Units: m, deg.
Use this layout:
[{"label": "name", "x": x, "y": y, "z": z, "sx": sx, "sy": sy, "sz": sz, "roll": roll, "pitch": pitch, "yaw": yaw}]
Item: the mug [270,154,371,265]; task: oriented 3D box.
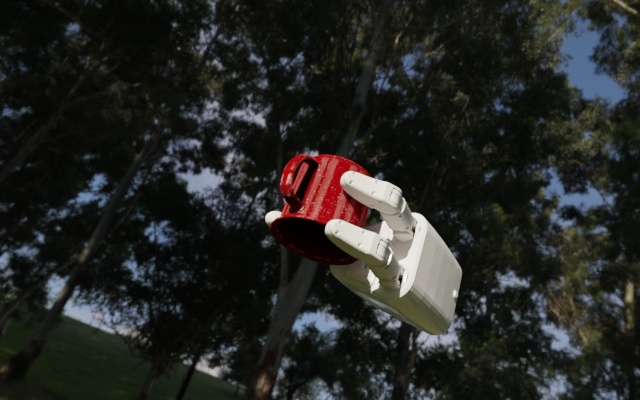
[{"label": "mug", "x": -0.001, "y": 0.001, "z": 0.477, "sx": 0.093, "sy": 0.081, "sz": 0.117, "roll": -5, "pitch": -38, "yaw": 38}]
